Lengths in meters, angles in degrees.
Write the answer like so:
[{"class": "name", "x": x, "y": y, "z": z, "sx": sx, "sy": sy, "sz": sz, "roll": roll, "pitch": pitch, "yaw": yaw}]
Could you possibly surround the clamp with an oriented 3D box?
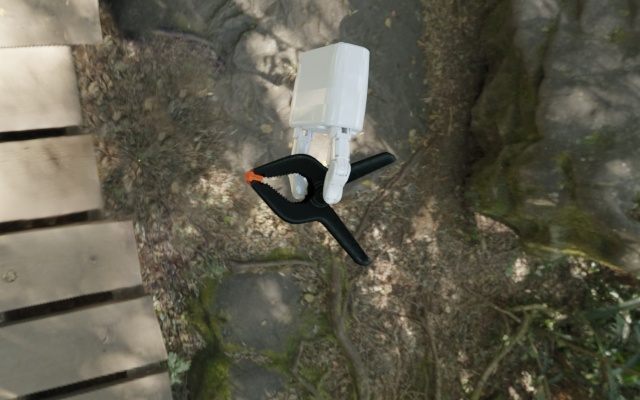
[{"class": "clamp", "x": 0.000, "y": 0.002, "z": 0.648, "sx": 0.210, "sy": 0.164, "sz": 0.036, "roll": 7, "pitch": 1, "yaw": -21}]
